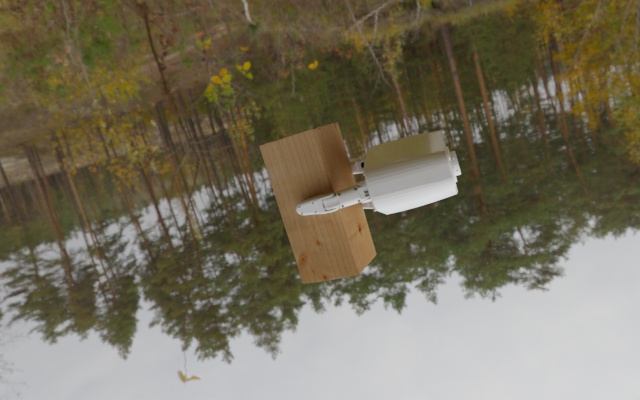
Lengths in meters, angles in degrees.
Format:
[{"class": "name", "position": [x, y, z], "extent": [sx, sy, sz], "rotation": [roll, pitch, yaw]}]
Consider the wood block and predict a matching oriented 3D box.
[{"class": "wood block", "position": [0.000, 0.002, 0.684], "extent": [0.090, 0.206, 0.091], "rotation": [-13, 8, 26]}]
